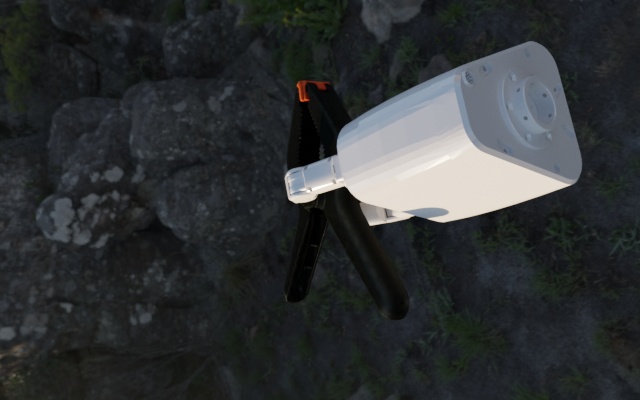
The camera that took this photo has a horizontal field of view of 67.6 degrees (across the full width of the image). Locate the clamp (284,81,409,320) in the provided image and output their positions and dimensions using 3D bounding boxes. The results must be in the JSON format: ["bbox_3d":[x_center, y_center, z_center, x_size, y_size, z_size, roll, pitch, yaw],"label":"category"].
[{"bbox_3d":[-0.001,0.001,0.426,0.036,0.210,0.164,-5,-9,-35],"label":"clamp"}]
